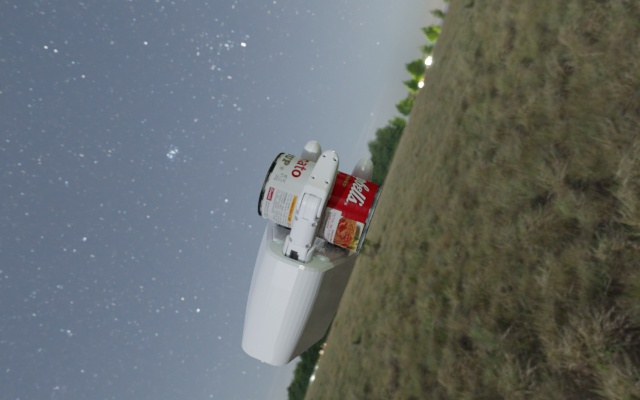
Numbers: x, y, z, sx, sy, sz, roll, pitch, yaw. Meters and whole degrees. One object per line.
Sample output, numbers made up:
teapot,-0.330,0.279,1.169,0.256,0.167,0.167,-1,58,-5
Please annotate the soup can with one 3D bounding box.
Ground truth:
soup can,0.000,0.001,0.453,0.102,0.068,0.068,20,2,7
